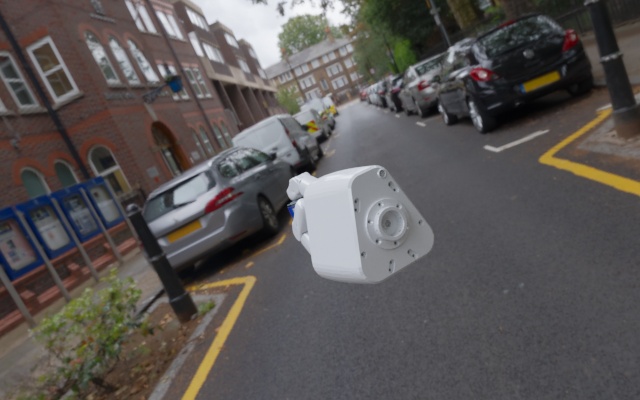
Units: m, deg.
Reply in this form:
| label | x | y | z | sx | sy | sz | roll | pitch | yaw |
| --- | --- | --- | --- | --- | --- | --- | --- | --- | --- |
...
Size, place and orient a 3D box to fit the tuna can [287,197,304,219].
| label | x | y | z | sx | sy | sz | roll | pitch | yaw |
| --- | --- | --- | --- | --- | --- | --- | --- | --- | --- |
| tuna can | 0.000 | 0.002 | 0.631 | 0.086 | 0.034 | 0.086 | -27 | 5 | 2 |
